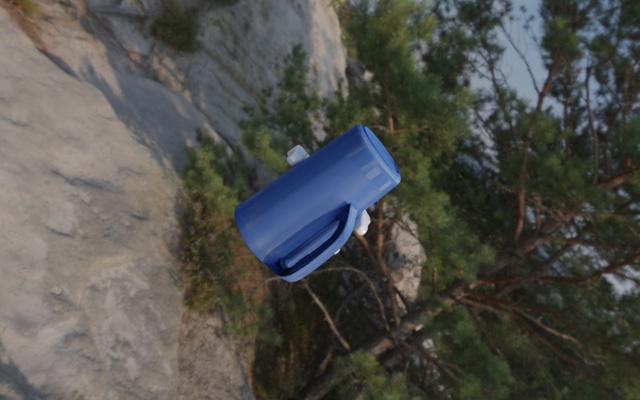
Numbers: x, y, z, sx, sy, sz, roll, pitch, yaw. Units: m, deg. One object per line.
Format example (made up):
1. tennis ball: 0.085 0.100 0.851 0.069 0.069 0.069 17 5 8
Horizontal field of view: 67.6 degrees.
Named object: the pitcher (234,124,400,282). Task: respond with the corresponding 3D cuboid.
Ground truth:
1. pitcher: 0.000 0.002 0.730 0.243 0.149 0.145 -36 -1 17
